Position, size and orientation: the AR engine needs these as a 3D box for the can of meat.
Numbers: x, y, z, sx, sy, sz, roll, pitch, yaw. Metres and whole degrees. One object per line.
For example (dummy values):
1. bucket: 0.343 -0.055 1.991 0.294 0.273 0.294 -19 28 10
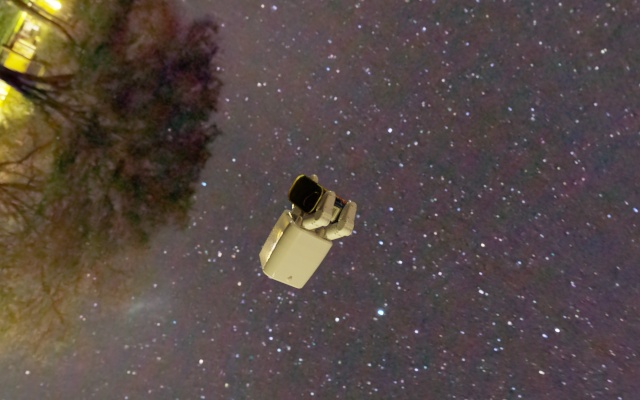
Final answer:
1. can of meat: 0.000 0.003 0.889 0.084 0.057 0.102 28 4 -35
